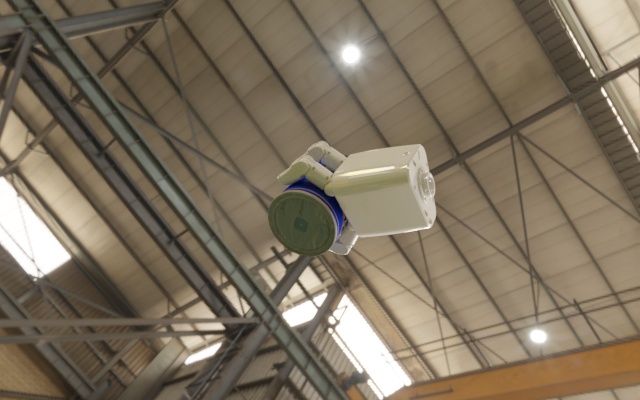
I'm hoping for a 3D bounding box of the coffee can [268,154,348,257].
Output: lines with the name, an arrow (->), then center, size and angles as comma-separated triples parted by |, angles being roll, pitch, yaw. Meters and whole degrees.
coffee can -> 0.000, 0.002, 0.707 | 0.103, 0.103, 0.140 | 0, 27, 26
